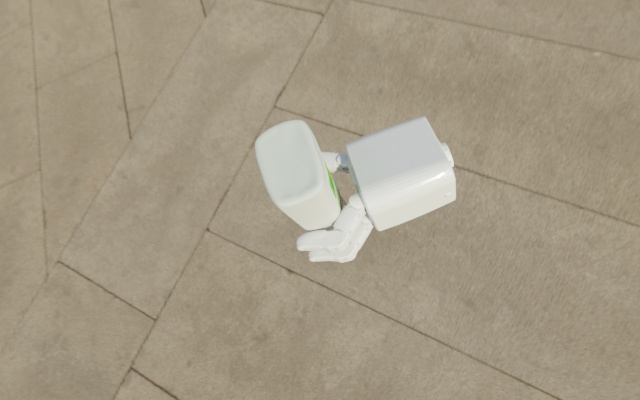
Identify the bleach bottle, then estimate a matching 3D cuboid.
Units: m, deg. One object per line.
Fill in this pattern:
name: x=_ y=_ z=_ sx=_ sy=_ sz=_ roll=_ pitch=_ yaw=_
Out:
bleach bottle: x=0.000 y=0.002 z=0.610 sx=0.068 sy=0.102 sz=0.251 roll=-23 pitch=-24 yaw=7
